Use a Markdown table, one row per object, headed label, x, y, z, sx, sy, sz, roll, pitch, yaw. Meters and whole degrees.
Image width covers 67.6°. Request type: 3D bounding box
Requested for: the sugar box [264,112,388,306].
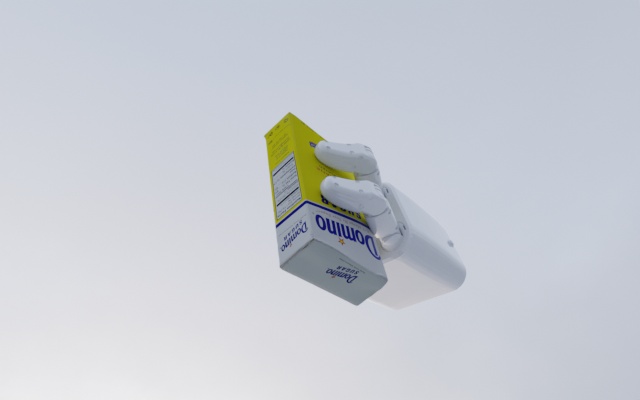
| label | x | y | z | sx | sy | sz | roll | pitch | yaw |
| --- | --- | --- | --- | --- | --- | --- | --- | --- | --- |
| sugar box | 0.001 | 0.001 | 0.439 | 0.093 | 0.176 | 0.048 | 32 | -64 | -35 |
